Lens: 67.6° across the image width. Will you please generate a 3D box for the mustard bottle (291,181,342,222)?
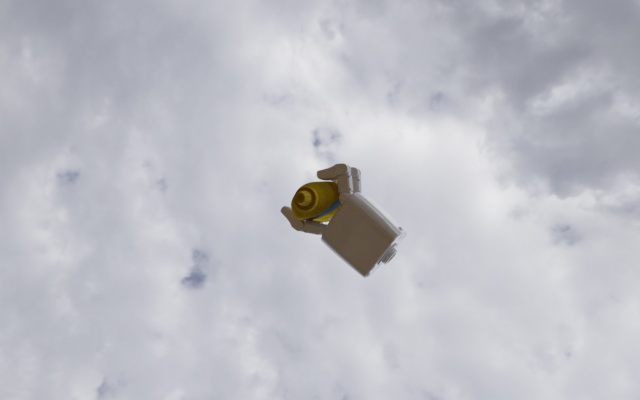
[{"bbox_3d":[0.000,0.003,0.857,0.096,0.058,0.191,-27,-12,16],"label":"mustard bottle"}]
